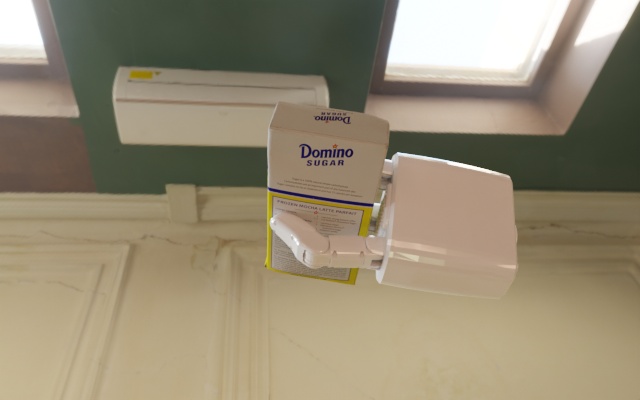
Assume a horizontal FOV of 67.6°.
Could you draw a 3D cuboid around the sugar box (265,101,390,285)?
[{"bbox_3d":[0.000,0.001,0.427,0.093,0.176,0.048,9,42,1],"label":"sugar box"}]
